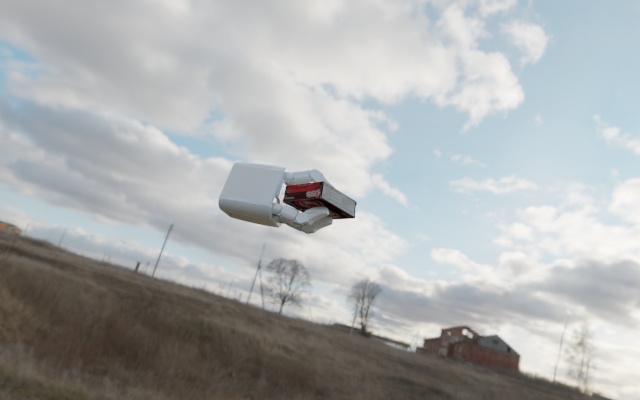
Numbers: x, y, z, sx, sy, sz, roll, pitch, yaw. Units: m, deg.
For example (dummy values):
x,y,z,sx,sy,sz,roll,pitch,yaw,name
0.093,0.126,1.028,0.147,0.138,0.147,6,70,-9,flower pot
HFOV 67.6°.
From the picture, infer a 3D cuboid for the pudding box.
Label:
x,y,z,sx,sy,sz,roll,pitch,yaw,name
0.000,0.003,0.885,0.090,0.039,0.113,-4,-20,38,pudding box
